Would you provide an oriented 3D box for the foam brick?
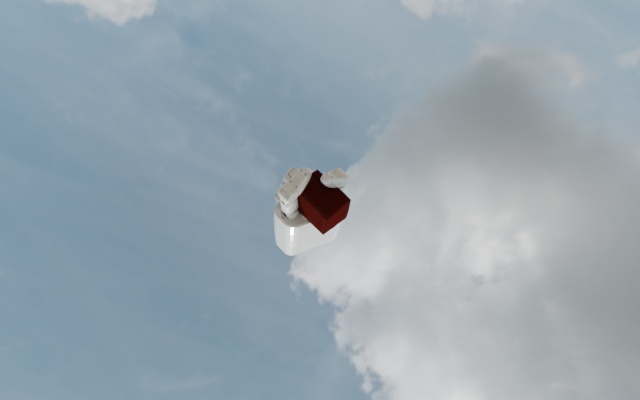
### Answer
[{"bbox_3d":[0.000,0.003,0.732,0.053,0.078,0.051,-35,-24,-26],"label":"foam brick"}]
